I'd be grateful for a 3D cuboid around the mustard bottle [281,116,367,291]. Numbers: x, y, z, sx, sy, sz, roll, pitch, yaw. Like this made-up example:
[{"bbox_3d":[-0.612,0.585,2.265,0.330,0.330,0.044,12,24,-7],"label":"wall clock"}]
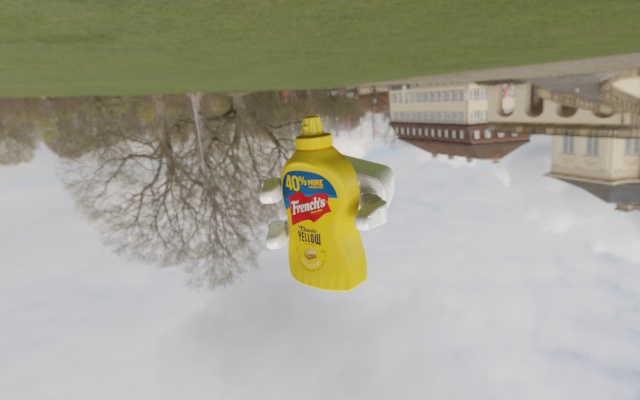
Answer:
[{"bbox_3d":[0.000,0.002,0.538,0.096,0.192,0.058,7,18,41],"label":"mustard bottle"}]
